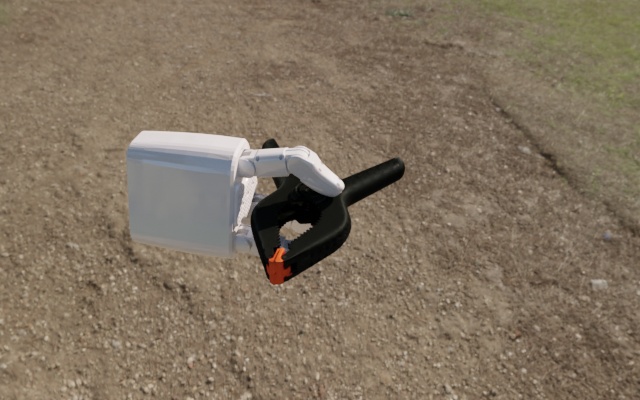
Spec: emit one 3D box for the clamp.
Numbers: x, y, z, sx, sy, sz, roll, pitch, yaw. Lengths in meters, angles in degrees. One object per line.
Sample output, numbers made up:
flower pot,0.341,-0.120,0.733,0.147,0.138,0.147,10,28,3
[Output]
clamp,0.000,0.001,0.471,0.164,0.036,0.209,5,36,7
